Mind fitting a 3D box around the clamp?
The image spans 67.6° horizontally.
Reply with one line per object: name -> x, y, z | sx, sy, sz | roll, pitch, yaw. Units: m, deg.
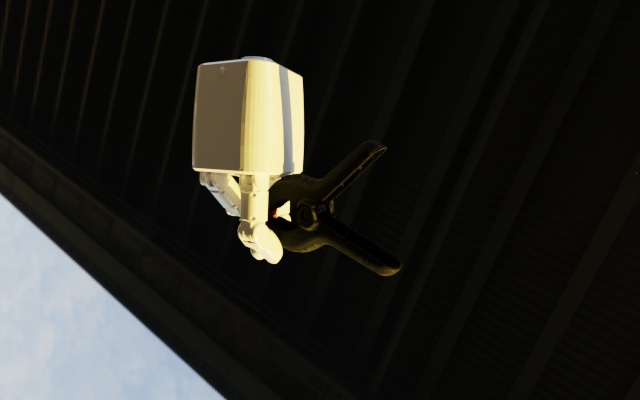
clamp -> 0.000, 0.002, 0.461 | 0.171, 0.120, 0.039 | 6, 7, 33
